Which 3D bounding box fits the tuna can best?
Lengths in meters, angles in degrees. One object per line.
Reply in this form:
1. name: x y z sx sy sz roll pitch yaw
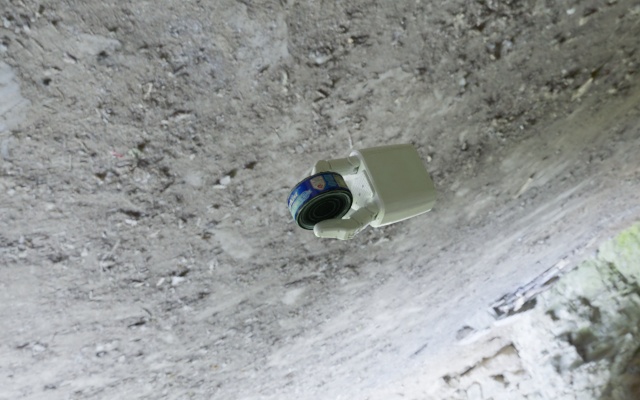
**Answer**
1. tuna can: 0.000 0.003 0.640 0.086 0.033 0.086 -19 -33 -13
